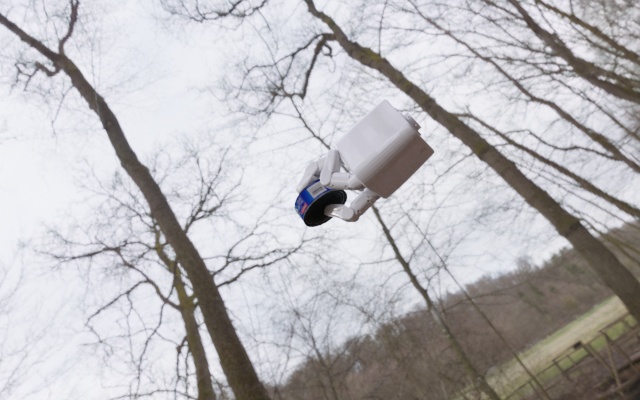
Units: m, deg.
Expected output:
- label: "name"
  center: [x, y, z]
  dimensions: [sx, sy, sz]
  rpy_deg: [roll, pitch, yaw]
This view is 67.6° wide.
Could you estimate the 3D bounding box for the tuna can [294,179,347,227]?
- label: "tuna can"
  center: [0.000, 0.002, 0.787]
  dimensions: [0.086, 0.086, 0.033]
  rpy_deg: [0, 43, -48]
